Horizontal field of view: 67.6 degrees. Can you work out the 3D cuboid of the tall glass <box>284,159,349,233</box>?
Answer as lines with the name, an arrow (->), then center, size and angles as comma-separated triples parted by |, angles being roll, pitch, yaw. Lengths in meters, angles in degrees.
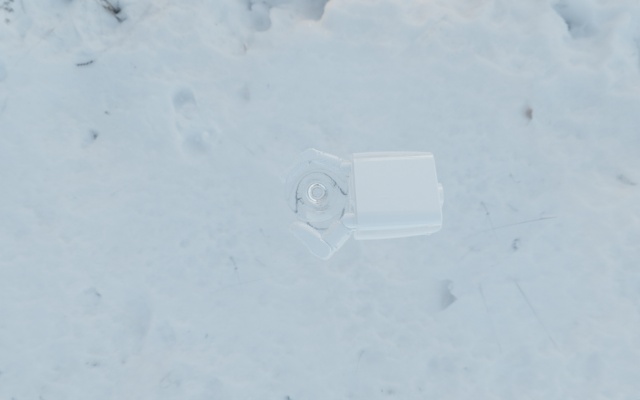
tall glass -> 0.000, 0.002, 0.641 | 0.079, 0.079, 0.201 | 0, -8, 2
